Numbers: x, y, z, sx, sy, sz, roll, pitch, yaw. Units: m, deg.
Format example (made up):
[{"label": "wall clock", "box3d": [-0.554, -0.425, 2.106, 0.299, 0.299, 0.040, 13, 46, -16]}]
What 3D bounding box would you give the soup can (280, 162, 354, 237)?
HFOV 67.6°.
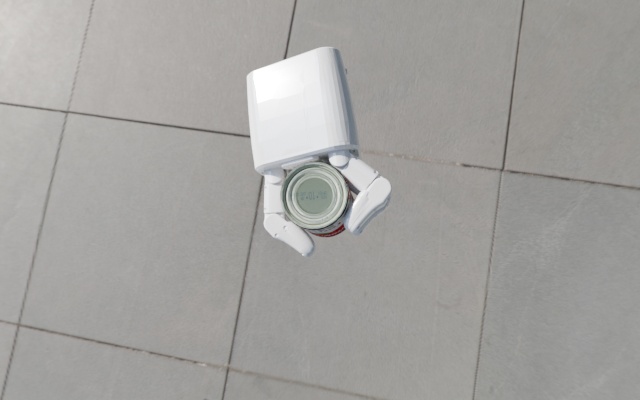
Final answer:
[{"label": "soup can", "box3d": [0.000, 0.002, 0.499, 0.068, 0.068, 0.102, 0, -8, 7]}]
